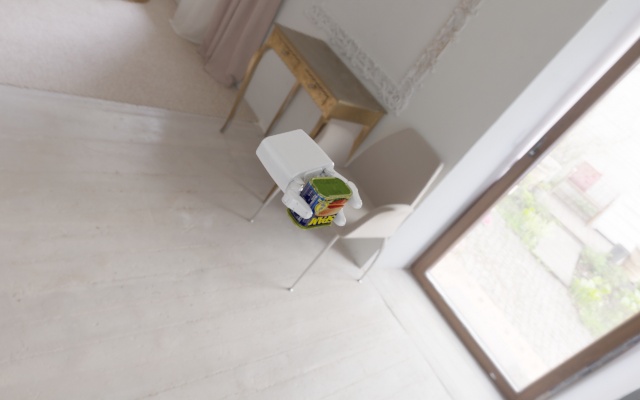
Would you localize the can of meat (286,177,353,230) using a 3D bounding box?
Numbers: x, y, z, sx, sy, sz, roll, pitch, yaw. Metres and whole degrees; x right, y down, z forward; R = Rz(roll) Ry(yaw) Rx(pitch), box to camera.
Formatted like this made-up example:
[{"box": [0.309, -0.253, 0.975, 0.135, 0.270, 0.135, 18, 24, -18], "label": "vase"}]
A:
[{"box": [0.000, 0.003, 0.881, 0.102, 0.057, 0.084, -5, -40, -50], "label": "can of meat"}]
